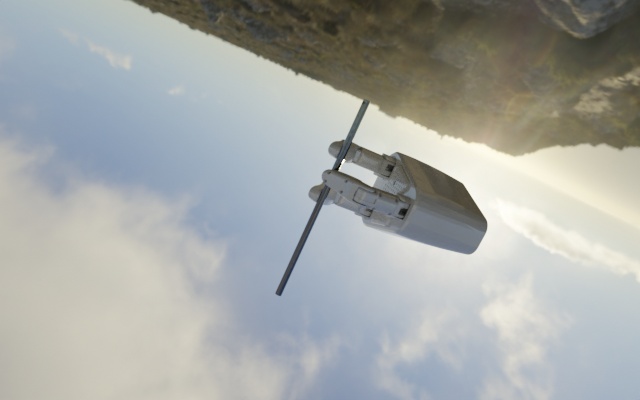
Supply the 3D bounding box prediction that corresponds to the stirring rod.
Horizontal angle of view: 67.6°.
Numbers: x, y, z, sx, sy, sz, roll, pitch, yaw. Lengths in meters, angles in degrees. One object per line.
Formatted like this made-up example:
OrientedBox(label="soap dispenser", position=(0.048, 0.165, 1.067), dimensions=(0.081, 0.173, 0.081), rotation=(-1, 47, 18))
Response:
OrientedBox(label="stirring rod", position=(0.000, 0.002, 0.525), dimensions=(0.011, 0.239, 0.011), rotation=(23, 13, -6))
